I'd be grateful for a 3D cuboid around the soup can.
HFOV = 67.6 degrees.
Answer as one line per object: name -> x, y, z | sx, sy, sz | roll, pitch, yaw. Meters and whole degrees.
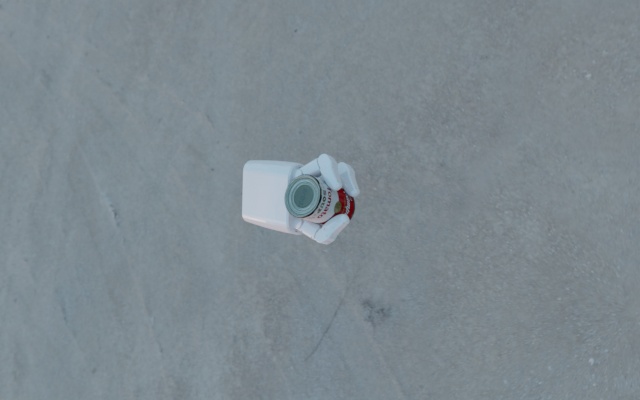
soup can -> 0.000, 0.003, 0.740 | 0.068, 0.068, 0.102 | 0, -11, 34
